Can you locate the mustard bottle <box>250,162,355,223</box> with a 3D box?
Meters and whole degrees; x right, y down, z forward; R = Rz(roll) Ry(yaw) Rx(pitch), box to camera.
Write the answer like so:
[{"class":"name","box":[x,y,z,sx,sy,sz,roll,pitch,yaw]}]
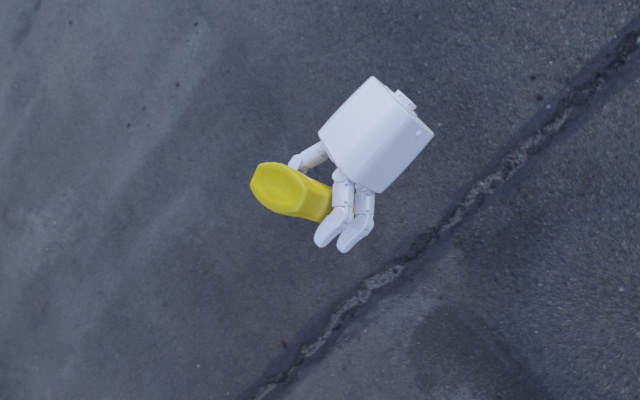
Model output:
[{"class":"mustard bottle","box":[0.000,0.002,0.651,0.096,0.058,0.192,25,4,37]}]
